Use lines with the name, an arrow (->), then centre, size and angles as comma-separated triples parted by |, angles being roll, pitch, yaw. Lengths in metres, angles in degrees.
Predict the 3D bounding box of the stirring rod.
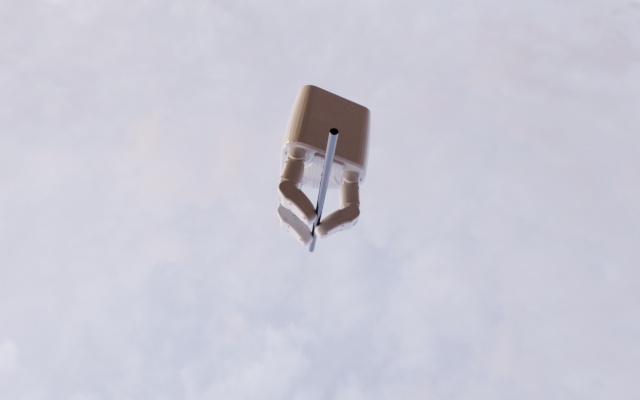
stirring rod -> 0.000, 0.002, 0.521 | 0.011, 0.011, 0.240 | 0, -31, -7
